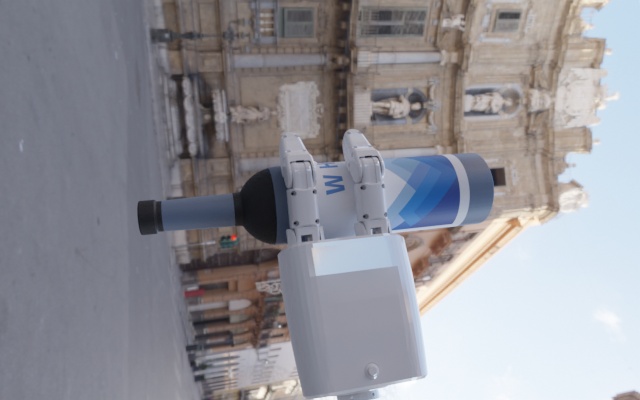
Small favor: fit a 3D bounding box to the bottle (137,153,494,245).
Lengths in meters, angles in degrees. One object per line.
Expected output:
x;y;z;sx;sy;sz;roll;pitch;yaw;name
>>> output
0.000;0.001;0.411;0.296;0.069;0.069;-5;1;-13;bottle
